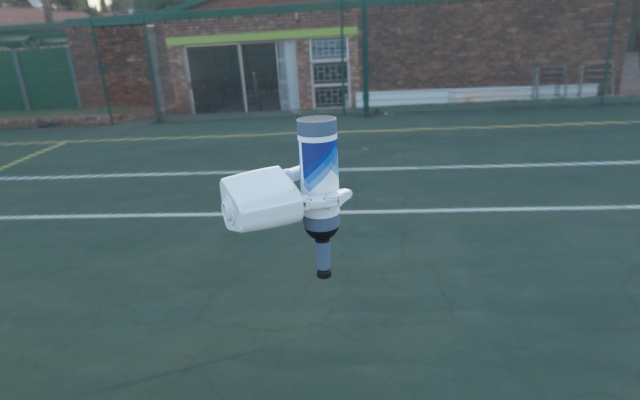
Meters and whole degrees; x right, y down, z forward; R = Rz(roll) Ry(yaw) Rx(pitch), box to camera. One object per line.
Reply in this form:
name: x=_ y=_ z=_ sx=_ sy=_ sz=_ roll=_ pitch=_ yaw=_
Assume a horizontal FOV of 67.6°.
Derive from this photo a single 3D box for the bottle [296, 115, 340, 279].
bottle: x=0.000 y=0.002 z=0.840 sx=0.069 sy=0.296 sz=0.069 roll=-2 pitch=20 yaw=1
